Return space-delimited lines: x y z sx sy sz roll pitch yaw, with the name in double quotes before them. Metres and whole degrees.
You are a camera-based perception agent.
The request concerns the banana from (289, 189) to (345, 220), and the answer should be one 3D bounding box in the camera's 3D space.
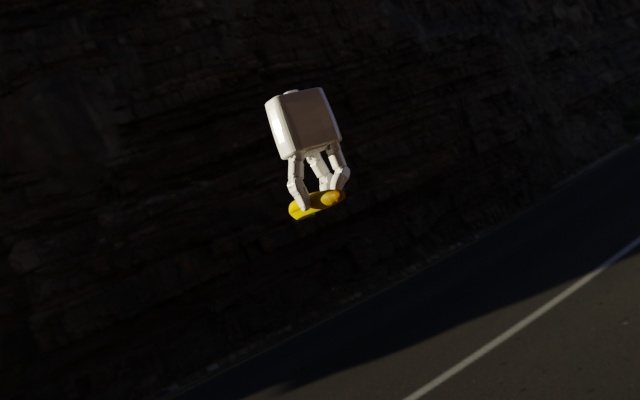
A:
"banana" -0.018 0.008 0.886 0.069 0.037 0.198 -15 -5 -19
